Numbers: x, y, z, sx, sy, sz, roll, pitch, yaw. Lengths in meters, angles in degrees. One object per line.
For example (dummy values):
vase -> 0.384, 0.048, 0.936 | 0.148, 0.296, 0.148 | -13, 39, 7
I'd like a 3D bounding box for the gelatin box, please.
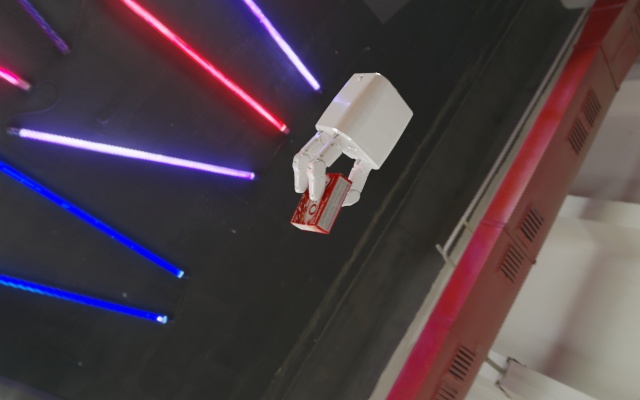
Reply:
gelatin box -> 0.000, 0.003, 0.715 | 0.030, 0.089, 0.073 | 33, -15, -31
